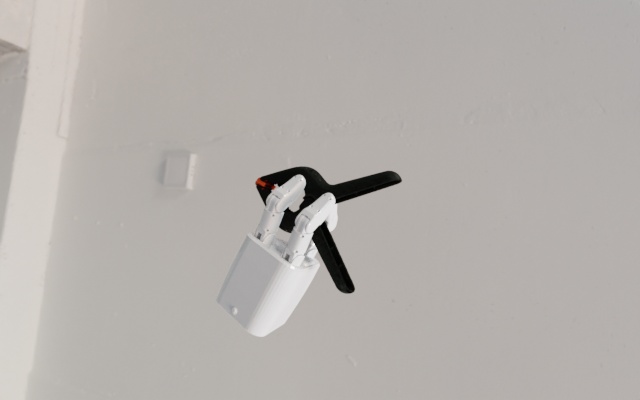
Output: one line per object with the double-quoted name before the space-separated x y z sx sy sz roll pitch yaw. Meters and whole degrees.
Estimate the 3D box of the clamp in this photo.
"clamp" 0.000 0.002 0.644 0.210 0.164 0.036 32 6 31
